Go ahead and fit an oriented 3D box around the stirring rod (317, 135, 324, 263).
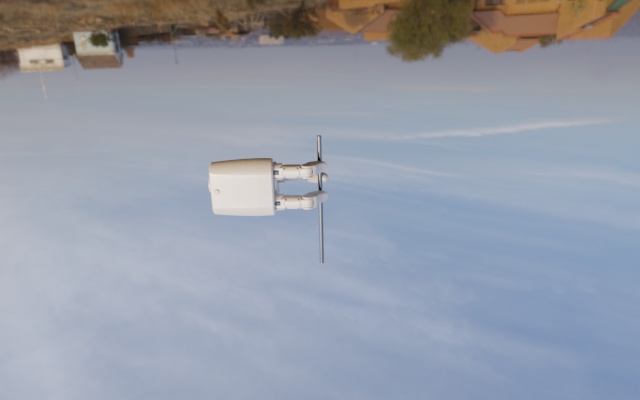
[{"bbox_3d":[0.000,0.003,0.858,0.011,0.240,0.011,-1,19,0],"label":"stirring rod"}]
